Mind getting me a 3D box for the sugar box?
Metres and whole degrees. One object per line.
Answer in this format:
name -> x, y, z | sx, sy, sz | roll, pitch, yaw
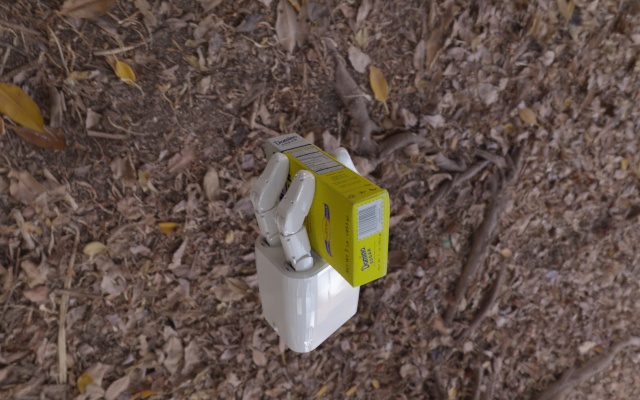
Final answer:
sugar box -> 0.000, 0.002, 0.490 | 0.048, 0.093, 0.176 | -18, 32, -28
